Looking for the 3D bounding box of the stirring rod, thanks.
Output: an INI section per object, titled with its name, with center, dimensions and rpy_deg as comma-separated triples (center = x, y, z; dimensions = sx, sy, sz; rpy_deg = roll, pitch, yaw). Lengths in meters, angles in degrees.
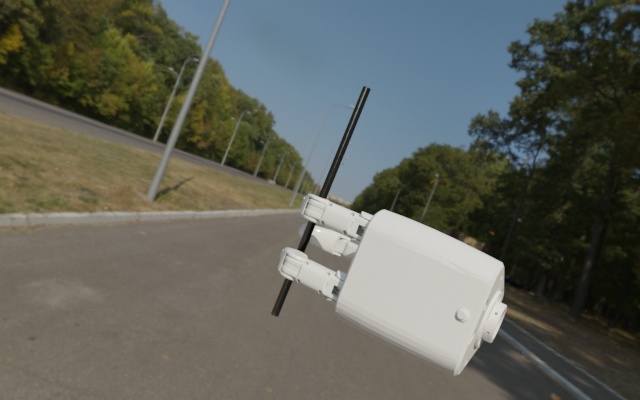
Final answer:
[stirring rod]
center = 0.000, 0.002, 0.469
dimensions = 0.011, 0.239, 0.011
rpy_deg = 22, 1, 0
